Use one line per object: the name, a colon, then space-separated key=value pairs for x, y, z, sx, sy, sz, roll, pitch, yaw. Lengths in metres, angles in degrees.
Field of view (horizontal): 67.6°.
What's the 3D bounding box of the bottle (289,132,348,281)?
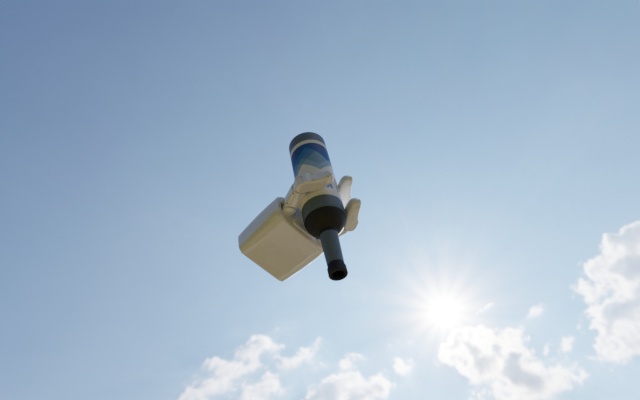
bottle: x=0.000 y=0.002 z=0.756 sx=0.069 sy=0.069 sz=0.295 roll=0 pitch=42 yaw=-13
